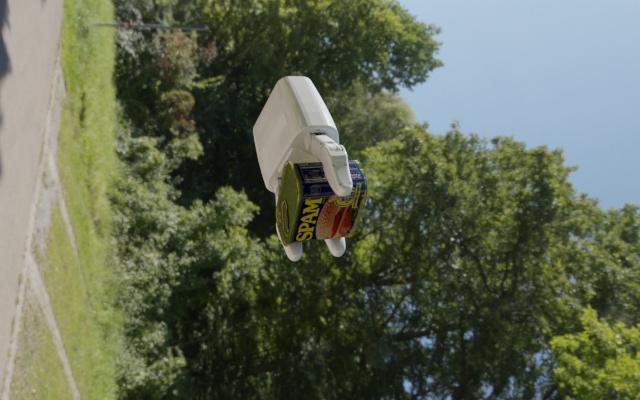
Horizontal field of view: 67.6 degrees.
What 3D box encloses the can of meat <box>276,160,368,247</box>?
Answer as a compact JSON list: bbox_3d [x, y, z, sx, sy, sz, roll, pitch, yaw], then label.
[{"bbox_3d":[0.000,0.002,0.544,0.084,0.057,0.102,-5,-43,-20],"label":"can of meat"}]
